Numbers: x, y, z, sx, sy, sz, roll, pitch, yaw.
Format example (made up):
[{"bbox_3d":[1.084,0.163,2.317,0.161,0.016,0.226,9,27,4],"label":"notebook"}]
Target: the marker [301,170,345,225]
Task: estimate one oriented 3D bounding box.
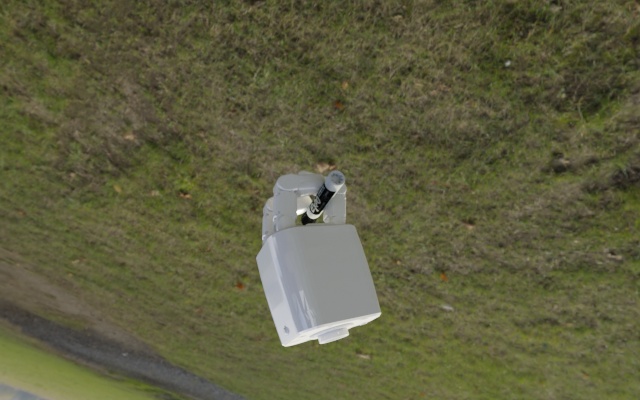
[{"bbox_3d":[0.000,0.002,0.559,0.020,0.020,0.121,0,-26,-19],"label":"marker"}]
